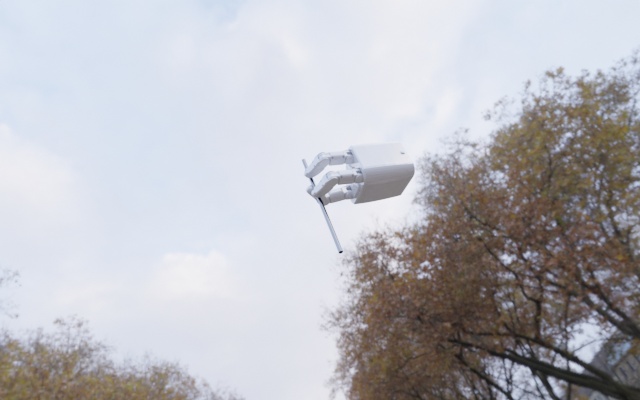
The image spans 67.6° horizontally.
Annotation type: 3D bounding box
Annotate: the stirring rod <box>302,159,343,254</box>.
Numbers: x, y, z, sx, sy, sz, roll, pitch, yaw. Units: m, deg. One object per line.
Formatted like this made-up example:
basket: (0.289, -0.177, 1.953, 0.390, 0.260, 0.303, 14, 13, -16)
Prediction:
stirring rod: (0.000, 0.003, 0.882, 0.011, 0.239, 0.011, -12, -42, -11)
